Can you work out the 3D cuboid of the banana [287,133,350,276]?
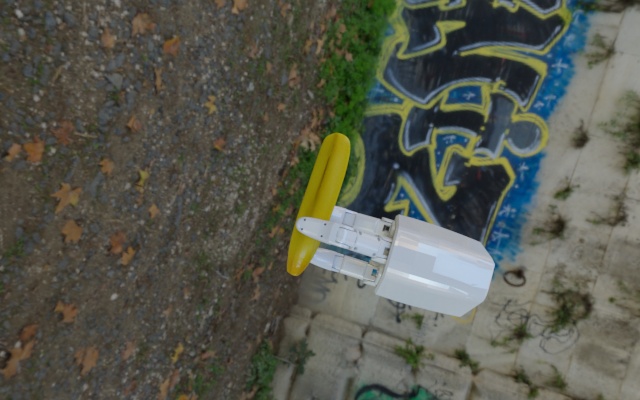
[{"bbox_3d":[0.003,-0.010,0.549,0.037,0.197,0.070,17,-31,2],"label":"banana"}]
